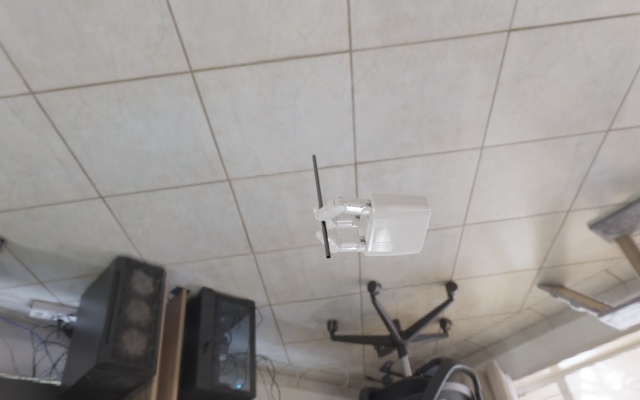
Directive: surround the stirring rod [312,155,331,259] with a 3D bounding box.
[{"bbox_3d":[0.000,0.003,0.862,0.011,0.239,0.011,-5,-41,-4],"label":"stirring rod"}]
